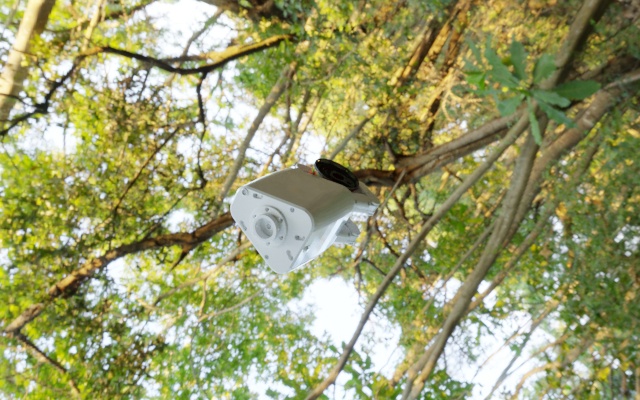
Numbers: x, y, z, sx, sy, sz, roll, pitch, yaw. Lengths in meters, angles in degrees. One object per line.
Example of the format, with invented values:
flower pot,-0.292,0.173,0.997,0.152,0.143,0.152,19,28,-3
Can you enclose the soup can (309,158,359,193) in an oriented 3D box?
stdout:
soup can,0.000,0.002,0.664,0.068,0.102,0.068,23,27,-13
